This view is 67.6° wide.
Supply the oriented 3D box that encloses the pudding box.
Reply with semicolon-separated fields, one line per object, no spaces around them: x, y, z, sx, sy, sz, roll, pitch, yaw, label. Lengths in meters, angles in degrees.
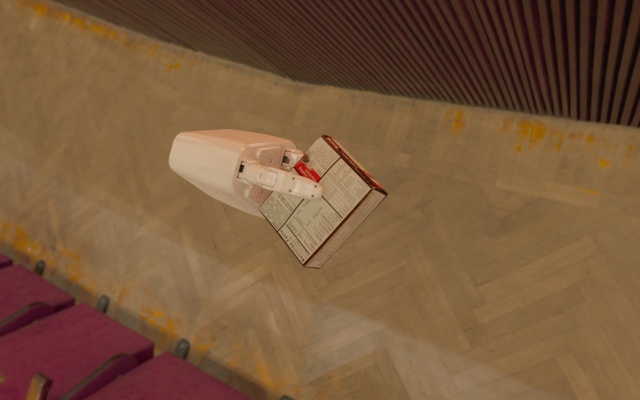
0.000;0.002;0.499;0.090;0.113;0.039;49;18;27;pudding box
